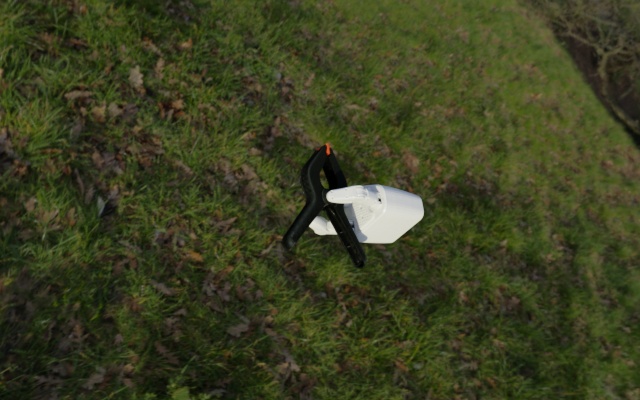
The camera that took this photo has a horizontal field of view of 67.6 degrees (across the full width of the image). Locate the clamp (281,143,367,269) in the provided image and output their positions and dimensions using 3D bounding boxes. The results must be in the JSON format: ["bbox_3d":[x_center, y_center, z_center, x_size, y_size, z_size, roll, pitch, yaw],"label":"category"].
[{"bbox_3d":[0.001,0.002,0.769,0.164,0.210,0.036,11,-26,-41],"label":"clamp"}]
